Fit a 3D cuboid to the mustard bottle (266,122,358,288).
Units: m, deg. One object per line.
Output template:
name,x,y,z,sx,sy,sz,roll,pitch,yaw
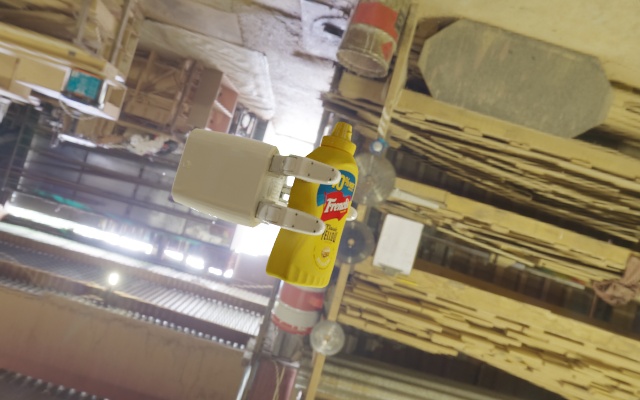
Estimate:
mustard bottle,0.000,0.002,0.555,0.058,0.191,0.096,15,-3,34
